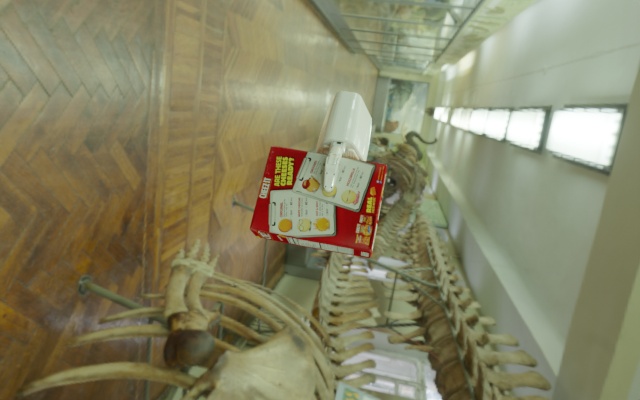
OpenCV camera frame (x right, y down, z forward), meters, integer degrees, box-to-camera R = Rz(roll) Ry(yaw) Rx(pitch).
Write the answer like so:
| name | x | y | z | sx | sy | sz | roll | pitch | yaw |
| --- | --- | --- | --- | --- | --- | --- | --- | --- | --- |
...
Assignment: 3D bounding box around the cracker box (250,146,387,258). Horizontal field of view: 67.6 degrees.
| name | x | y | z | sx | sy | sz | roll | pitch | yaw |
| --- | --- | --- | --- | --- | --- | --- | --- | --- | --- |
| cracker box | 0.000 | 0.003 | 0.857 | 0.213 | 0.164 | 0.072 | 10 | -19 | 8 |
